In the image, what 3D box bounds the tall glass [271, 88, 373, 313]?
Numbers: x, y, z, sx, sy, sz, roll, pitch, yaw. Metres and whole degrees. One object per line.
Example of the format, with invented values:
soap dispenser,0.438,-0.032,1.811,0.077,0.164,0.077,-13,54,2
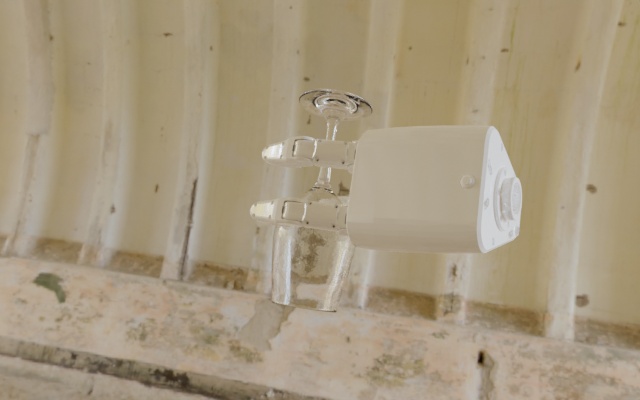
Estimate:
tall glass,0.000,0.001,0.457,0.079,0.201,0.079,9,-10,2
